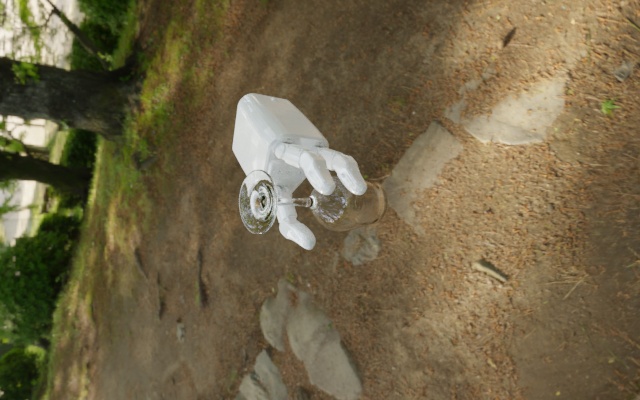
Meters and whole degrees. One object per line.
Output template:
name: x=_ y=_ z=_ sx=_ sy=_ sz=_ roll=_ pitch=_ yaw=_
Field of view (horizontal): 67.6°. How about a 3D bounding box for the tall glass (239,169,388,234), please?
tall glass: x=0.000 y=0.002 z=0.612 sx=0.201 sy=0.079 sz=0.079 roll=1 pitch=-1 yaw=-43
